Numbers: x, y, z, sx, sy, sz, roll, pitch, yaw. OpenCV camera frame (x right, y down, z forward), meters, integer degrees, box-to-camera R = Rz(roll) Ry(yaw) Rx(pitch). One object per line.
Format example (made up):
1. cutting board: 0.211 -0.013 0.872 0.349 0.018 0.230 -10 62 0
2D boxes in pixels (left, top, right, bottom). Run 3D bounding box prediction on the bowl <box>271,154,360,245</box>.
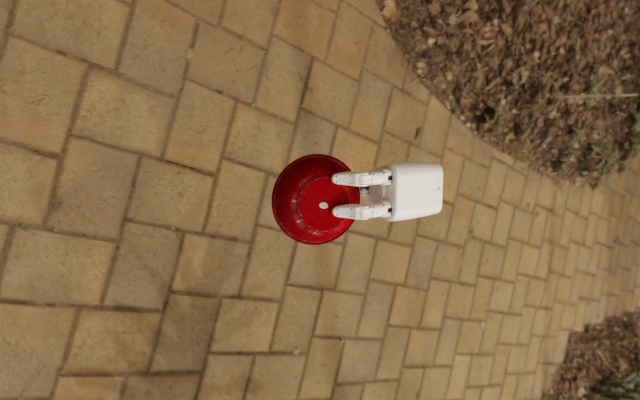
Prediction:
1. bowl: -0.001 0.003 0.812 0.162 0.162 0.055 0 8 -15
